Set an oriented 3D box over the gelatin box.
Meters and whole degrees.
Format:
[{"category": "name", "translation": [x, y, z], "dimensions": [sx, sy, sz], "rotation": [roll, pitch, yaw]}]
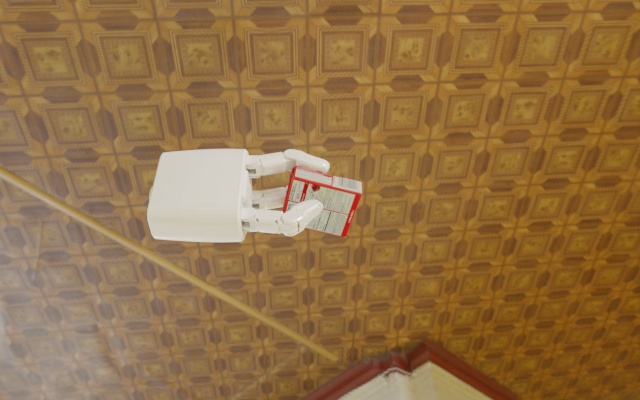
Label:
[{"category": "gelatin box", "translation": [0.000, 0.002, 0.593], "dimensions": [0.089, 0.073, 0.030], "rotation": [14, 36, -4]}]
